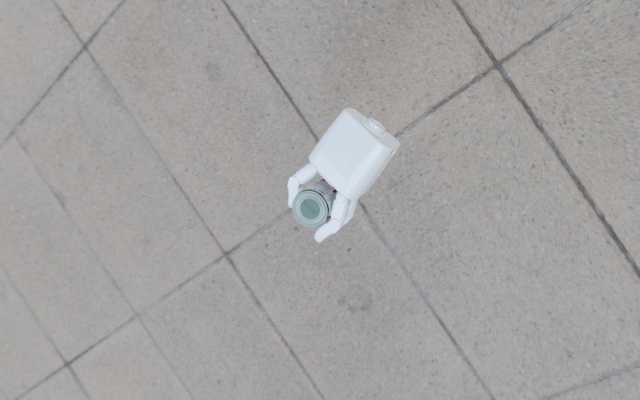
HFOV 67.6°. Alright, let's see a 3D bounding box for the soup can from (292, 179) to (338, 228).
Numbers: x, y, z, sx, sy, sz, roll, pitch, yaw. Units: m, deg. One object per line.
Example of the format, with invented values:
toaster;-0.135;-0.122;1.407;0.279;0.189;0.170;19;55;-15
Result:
soup can;0.000;0.003;0.839;0.068;0.068;0.102;0;14;21
